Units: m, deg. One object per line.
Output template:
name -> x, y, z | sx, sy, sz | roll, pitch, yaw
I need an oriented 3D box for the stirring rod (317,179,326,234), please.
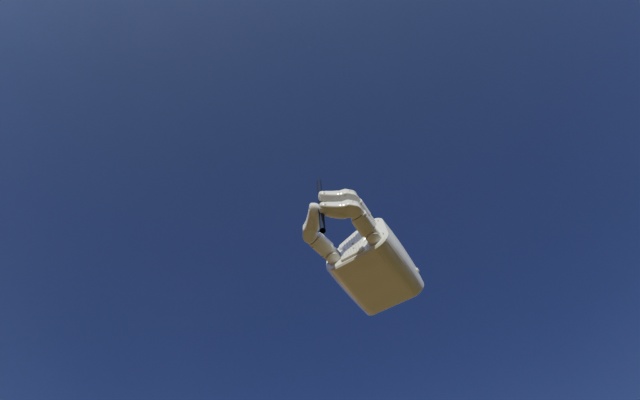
stirring rod -> 0.000, 0.003, 0.731 | 0.011, 0.011, 0.239 | 0, 18, -1
